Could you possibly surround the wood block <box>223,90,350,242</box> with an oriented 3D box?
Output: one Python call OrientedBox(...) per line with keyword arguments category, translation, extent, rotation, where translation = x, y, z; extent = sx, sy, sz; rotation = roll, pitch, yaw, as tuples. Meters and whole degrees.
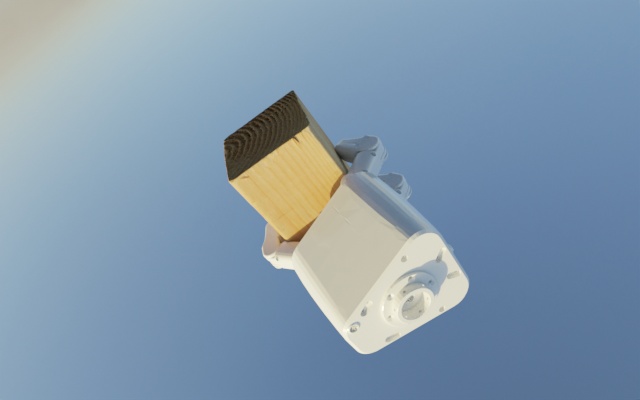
OrientedBox(category="wood block", translation=(0.000, 0.002, 0.503), extent=(0.091, 0.206, 0.090), rotation=(-34, 35, 8))
